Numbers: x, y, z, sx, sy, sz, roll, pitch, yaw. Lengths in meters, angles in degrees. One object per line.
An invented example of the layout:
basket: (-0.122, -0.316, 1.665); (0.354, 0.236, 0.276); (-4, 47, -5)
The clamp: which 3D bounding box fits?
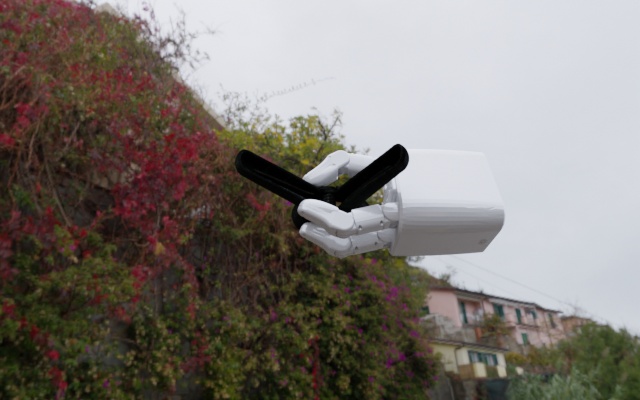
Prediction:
clamp: (0.000, 0.001, 0.526); (0.164, 0.036, 0.210); (3, -28, 2)
